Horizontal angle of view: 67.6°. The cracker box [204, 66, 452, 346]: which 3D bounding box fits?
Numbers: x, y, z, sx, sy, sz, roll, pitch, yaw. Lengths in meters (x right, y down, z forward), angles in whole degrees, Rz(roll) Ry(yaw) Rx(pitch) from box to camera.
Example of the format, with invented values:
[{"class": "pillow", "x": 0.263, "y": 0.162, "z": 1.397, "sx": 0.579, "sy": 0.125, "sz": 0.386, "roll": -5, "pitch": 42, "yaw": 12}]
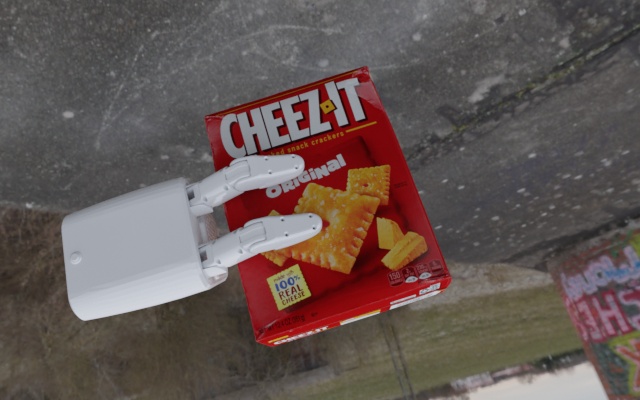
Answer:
[{"class": "cracker box", "x": 0.000, "y": 0.002, "z": 0.431, "sx": 0.164, "sy": 0.213, "sz": 0.072, "roll": -17, "pitch": -20, "yaw": -1}]
